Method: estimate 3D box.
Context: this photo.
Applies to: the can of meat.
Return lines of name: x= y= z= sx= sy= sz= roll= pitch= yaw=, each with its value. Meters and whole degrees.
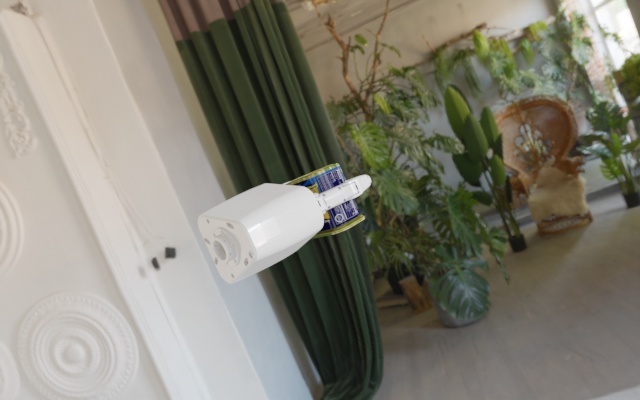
can of meat: x=0.000 y=0.002 z=0.651 sx=0.057 sy=0.084 sz=0.102 roll=-27 pitch=6 yaw=-36
